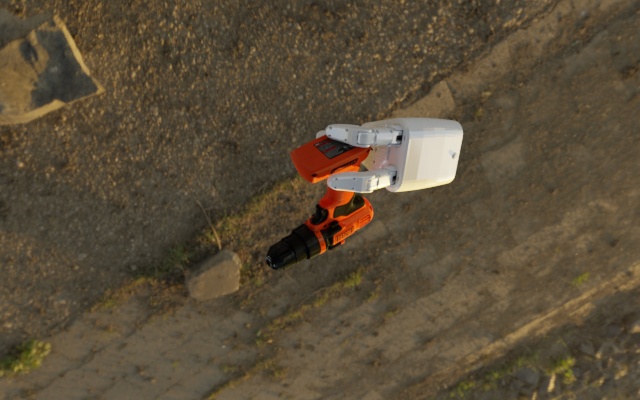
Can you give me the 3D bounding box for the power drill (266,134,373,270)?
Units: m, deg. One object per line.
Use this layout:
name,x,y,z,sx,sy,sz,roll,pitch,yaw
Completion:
power drill,0.000,0.002,0.662,0.184,0.188,0.057,-30,55,-26
